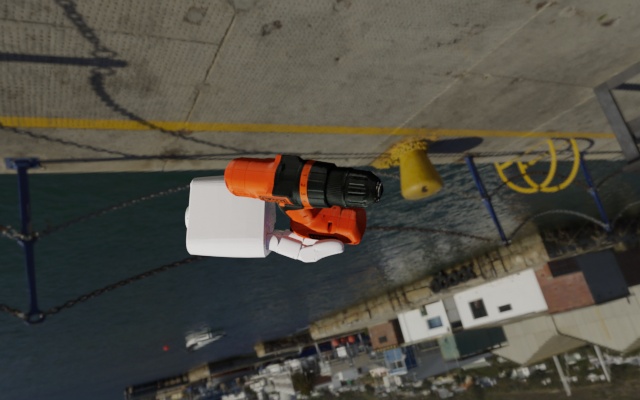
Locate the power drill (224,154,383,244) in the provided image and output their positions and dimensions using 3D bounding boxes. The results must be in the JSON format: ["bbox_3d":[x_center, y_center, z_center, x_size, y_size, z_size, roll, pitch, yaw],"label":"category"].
[{"bbox_3d":[0.000,0.002,0.587,0.184,0.057,0.188,8,-18,22],"label":"power drill"}]
